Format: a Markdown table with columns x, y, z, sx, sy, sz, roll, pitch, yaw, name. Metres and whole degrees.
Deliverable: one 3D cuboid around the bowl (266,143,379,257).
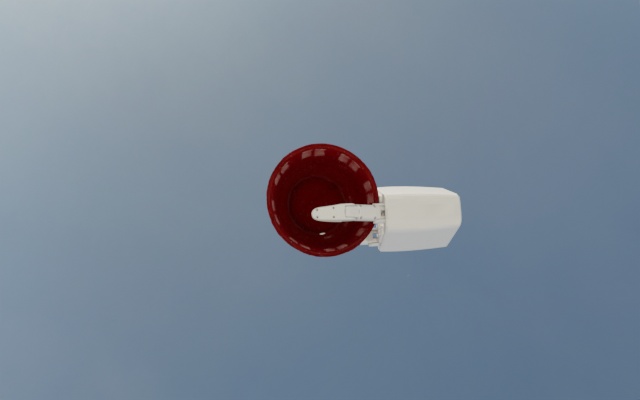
| x | y | z | sx | sy | sz | roll | pitch | yaw | name |
| --- | --- | --- | --- | --- | --- | --- | --- | --- | --- |
| -0.001 | 0.002 | 0.692 | 0.162 | 0.162 | 0.055 | 0 | -9 | -12 | bowl |
